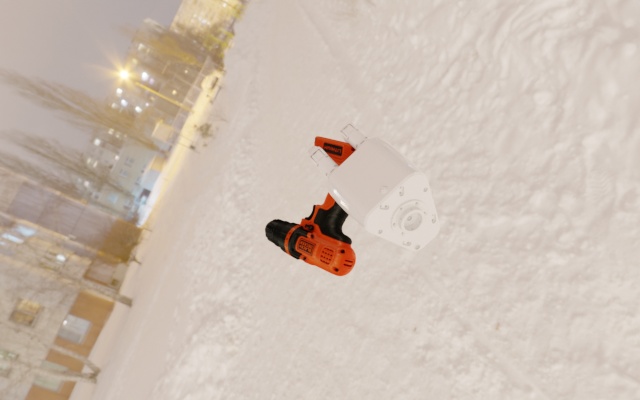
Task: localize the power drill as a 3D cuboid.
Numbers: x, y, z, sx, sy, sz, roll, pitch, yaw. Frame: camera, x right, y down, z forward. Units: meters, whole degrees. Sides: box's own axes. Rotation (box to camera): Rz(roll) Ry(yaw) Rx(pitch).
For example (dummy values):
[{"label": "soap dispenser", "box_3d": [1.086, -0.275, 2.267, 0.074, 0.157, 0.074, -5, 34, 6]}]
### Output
[{"label": "power drill", "box_3d": [0.000, 0.002, 0.717, 0.184, 0.187, 0.057, 19, 2, 44]}]
